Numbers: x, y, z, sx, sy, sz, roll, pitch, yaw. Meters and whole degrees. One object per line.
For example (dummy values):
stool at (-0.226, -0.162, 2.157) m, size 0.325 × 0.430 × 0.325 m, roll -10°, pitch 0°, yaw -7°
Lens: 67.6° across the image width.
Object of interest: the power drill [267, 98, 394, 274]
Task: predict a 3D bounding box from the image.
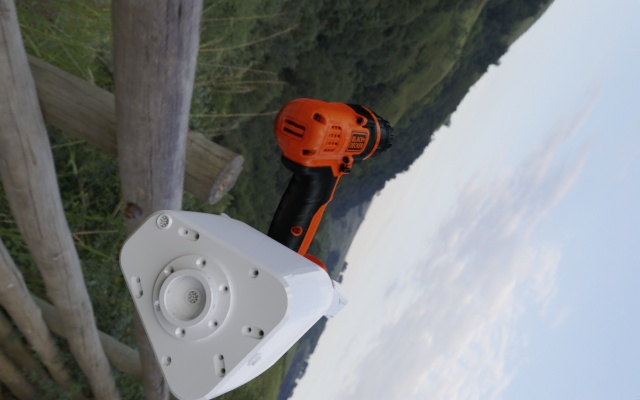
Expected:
power drill at (0.000, 0.002, 0.440) m, size 0.057 × 0.188 × 0.184 m, roll 24°, pitch 15°, yaw 25°
